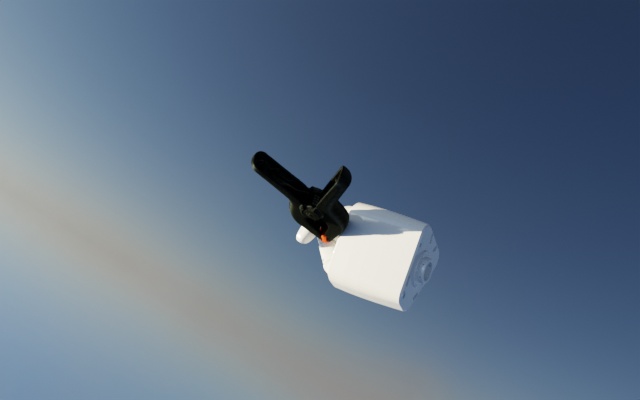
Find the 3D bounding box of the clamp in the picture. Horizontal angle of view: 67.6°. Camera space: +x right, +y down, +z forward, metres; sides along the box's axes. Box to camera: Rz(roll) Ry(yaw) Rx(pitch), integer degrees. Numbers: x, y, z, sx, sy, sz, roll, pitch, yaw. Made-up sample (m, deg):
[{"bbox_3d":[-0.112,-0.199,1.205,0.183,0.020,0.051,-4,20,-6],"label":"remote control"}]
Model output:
[{"bbox_3d":[0.000,0.002,0.579,0.120,0.039,0.172,13,-25,32],"label":"clamp"}]
